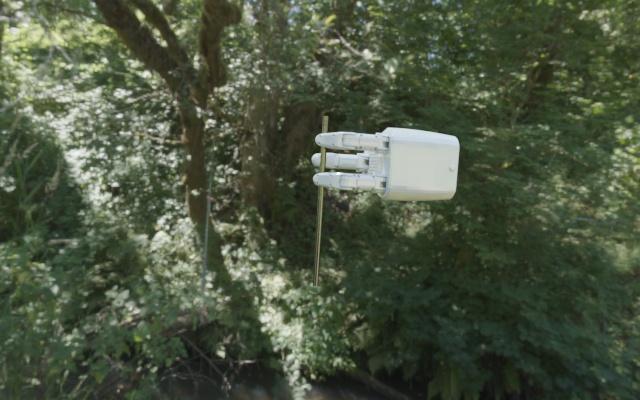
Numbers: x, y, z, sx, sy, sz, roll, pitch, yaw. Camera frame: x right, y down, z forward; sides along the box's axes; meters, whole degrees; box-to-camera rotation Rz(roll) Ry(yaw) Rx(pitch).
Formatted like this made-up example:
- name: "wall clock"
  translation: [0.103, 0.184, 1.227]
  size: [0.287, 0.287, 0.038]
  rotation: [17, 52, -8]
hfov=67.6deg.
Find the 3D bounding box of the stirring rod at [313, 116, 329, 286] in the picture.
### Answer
- name: "stirring rod"
  translation: [0.000, 0.002, 0.675]
  size: [0.011, 0.239, 0.011]
  rotation: [3, 4, 0]
